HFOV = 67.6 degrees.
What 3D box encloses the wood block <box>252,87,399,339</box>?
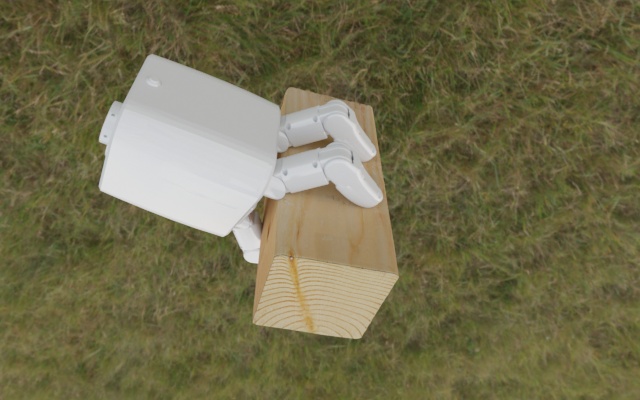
[{"bbox_3d":[0.000,0.002,0.418,0.090,0.206,0.091,11,-47,-11],"label":"wood block"}]
